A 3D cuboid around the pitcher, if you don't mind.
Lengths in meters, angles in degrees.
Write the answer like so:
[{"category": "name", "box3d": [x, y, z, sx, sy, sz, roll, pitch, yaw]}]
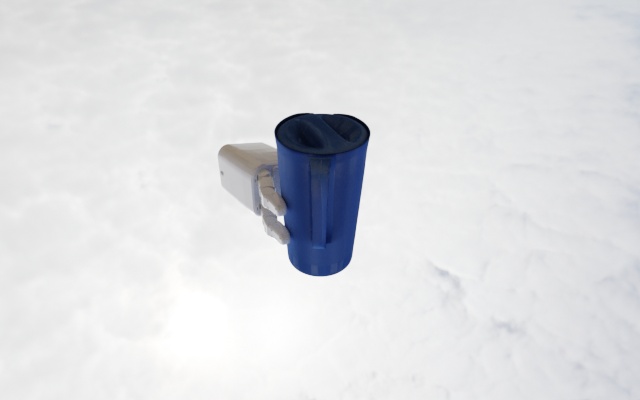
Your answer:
[{"category": "pitcher", "box3d": [0.000, 0.002, 0.717, 0.149, 0.243, 0.145, -29, 45, -36]}]
